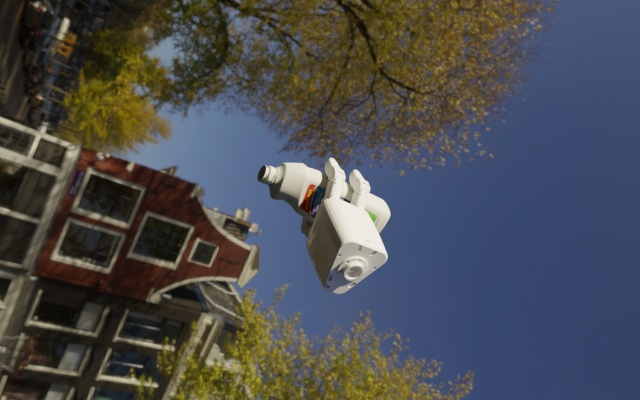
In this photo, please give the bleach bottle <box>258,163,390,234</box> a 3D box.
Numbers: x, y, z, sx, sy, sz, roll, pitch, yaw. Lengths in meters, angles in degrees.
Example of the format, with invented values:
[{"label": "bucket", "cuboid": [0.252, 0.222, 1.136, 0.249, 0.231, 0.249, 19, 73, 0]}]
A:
[{"label": "bleach bottle", "cuboid": [0.000, 0.003, 0.843, 0.251, 0.102, 0.068, 22, 26, -30]}]
